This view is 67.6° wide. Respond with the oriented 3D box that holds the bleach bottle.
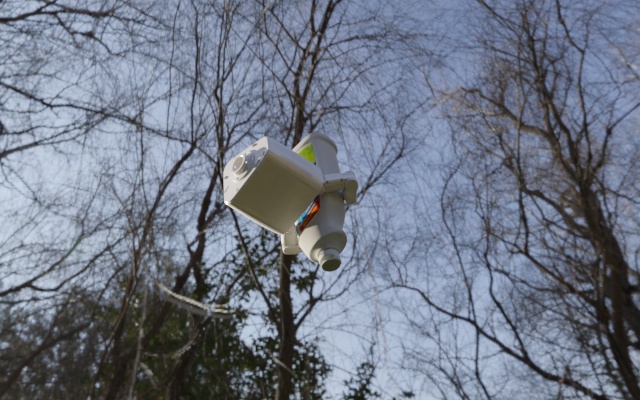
[{"bbox_3d":[0.000,0.003,0.762,0.068,0.250,0.102,32,-61,-35],"label":"bleach bottle"}]
